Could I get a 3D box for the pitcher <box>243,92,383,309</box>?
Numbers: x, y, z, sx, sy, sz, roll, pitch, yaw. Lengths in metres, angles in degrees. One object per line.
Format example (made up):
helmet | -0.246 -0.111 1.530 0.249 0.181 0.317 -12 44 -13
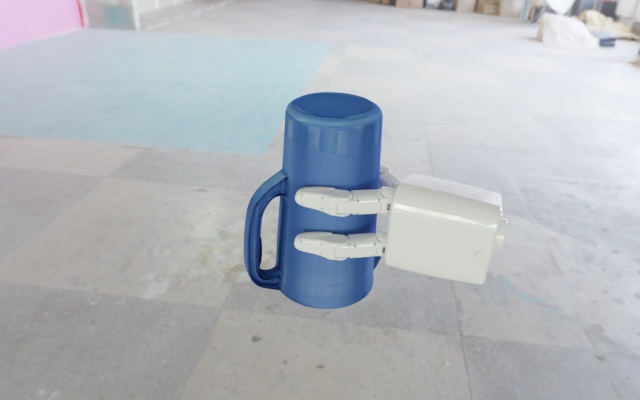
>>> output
pitcher | 0.000 0.002 0.575 0.145 0.243 0.149 14 31 19
